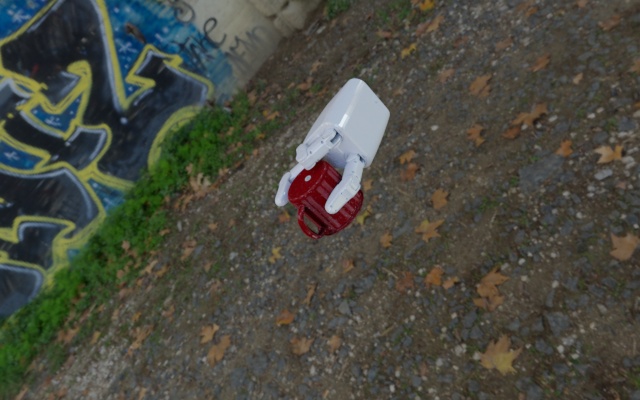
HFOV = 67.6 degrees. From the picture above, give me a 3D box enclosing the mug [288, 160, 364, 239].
[{"bbox_3d":[-0.001,0.003,0.716,0.081,0.117,0.093,43,-34,-26],"label":"mug"}]
